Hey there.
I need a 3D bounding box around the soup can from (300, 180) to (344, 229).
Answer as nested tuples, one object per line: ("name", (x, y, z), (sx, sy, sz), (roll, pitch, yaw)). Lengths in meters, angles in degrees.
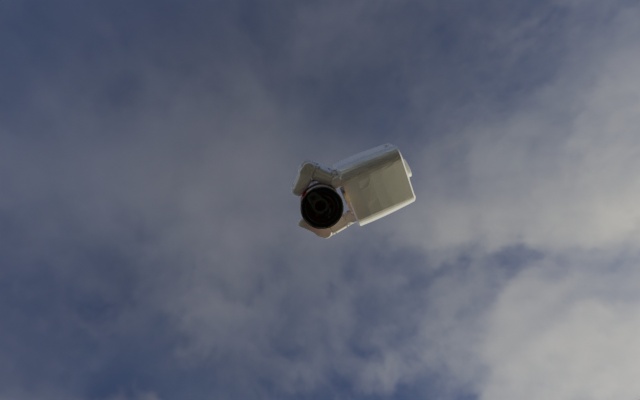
("soup can", (0.000, 0.003, 0.792), (0.068, 0.068, 0.102), (0, 11, -3))
